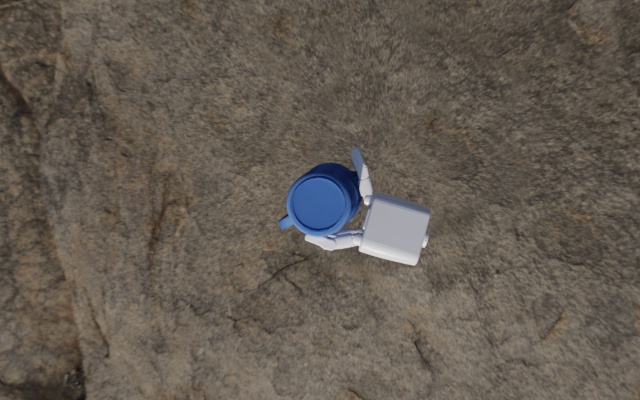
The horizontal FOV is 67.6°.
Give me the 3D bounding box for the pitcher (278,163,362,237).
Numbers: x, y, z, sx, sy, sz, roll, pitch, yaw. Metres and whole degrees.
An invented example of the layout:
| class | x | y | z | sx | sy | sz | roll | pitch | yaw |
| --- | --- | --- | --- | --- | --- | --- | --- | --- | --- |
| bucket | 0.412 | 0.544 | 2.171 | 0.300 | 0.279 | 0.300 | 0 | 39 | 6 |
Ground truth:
| class | x | y | z | sx | sy | sz | roll | pitch | yaw |
| --- | --- | --- | --- | --- | --- | --- | --- | --- | --- |
| pitcher | 0.000 | 0.003 | 0.887 | 0.145 | 0.149 | 0.243 | 16 | 6 | 5 |
